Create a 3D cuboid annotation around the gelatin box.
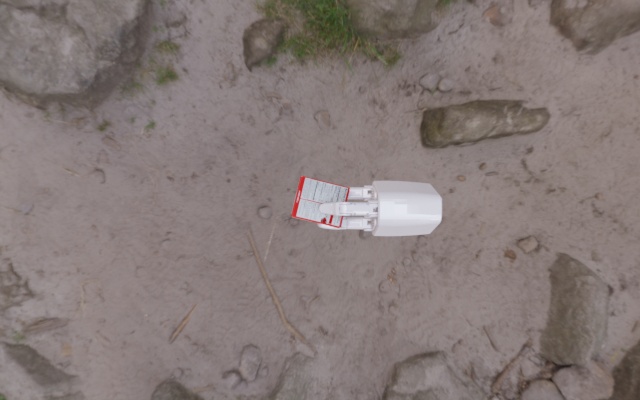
[{"bbox_3d":[0.000,0.003,0.827,0.089,0.073,0.030,13,0,-4],"label":"gelatin box"}]
